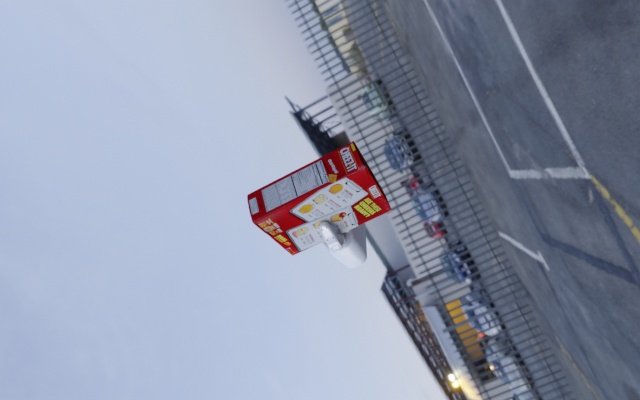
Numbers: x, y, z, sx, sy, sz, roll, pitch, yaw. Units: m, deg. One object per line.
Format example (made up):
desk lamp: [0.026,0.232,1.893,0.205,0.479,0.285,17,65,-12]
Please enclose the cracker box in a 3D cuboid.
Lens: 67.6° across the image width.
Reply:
cracker box: [0.000,0.003,0.861,0.214,0.072,0.164,-26,-34,10]
